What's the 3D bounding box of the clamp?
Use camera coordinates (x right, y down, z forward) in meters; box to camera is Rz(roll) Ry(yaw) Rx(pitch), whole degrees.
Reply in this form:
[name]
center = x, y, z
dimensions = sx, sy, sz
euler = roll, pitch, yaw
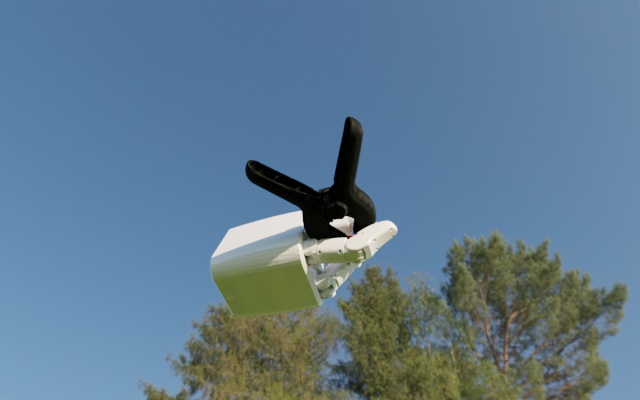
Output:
[clamp]
center = 0.000, 0.001, 0.499
dimensions = 0.120, 0.172, 0.039
euler = -12, 36, 9
